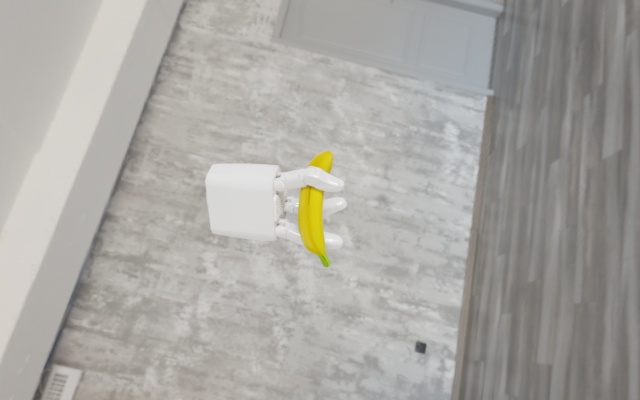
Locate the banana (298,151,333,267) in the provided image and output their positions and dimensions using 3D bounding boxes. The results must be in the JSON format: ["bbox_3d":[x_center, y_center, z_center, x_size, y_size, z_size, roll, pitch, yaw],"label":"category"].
[{"bbox_3d":[-0.007,-0.002,0.725,0.037,0.197,0.070,-6,-27,21],"label":"banana"}]
